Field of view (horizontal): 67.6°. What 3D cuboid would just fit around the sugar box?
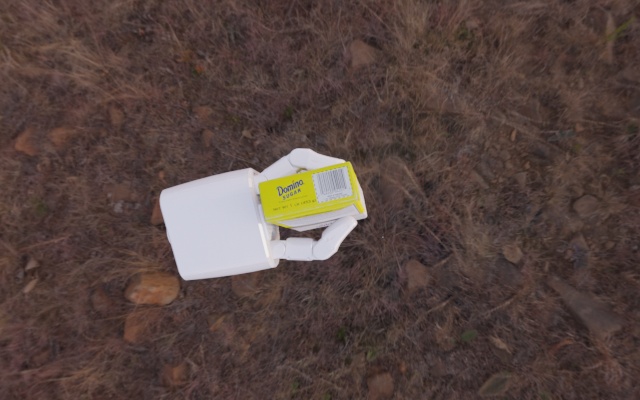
[{"bbox_3d":[0.000,0.001,0.529,0.093,0.048,0.176,-12,-6,6],"label":"sugar box"}]
